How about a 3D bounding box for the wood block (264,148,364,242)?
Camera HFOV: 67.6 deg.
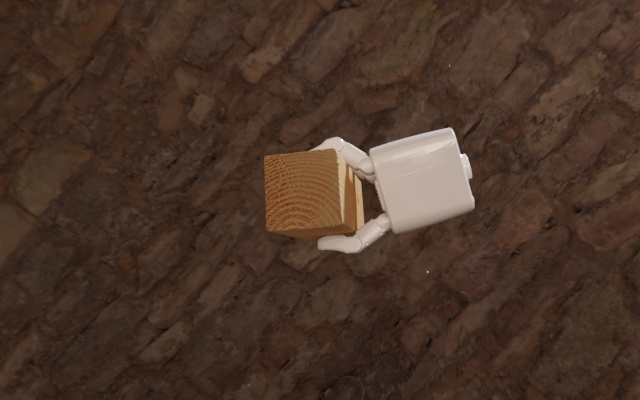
[{"bbox_3d":[0.001,0.002,0.639,0.090,0.091,0.206,-6,-9,12],"label":"wood block"}]
